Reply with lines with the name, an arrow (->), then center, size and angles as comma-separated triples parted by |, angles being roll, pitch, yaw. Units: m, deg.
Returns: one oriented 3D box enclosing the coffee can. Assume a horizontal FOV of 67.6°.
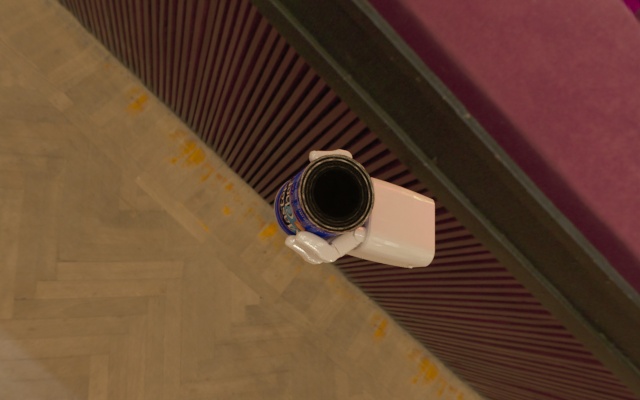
coffee can -> 0.000, 0.002, 0.664 | 0.103, 0.103, 0.140 | 0, -9, -18
